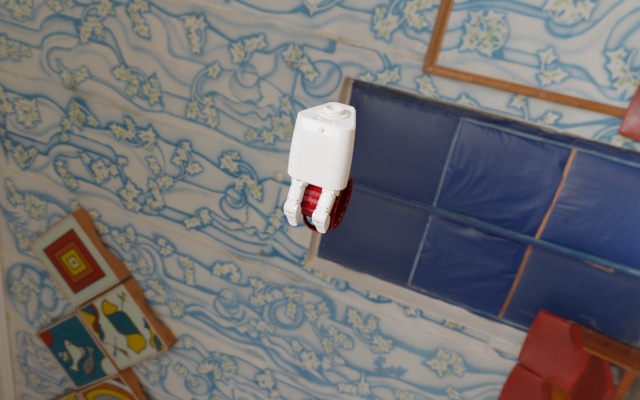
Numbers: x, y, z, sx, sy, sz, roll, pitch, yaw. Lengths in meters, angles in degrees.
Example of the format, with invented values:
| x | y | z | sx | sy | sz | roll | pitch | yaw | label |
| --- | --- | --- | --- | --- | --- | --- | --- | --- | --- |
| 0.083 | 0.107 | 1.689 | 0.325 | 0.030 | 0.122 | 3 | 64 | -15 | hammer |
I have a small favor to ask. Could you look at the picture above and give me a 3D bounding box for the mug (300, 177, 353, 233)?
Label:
| x | y | z | sx | sy | sz | roll | pitch | yaw | label |
| --- | --- | --- | --- | --- | --- | --- | --- | --- | --- |
| 0.000 | 0.004 | 0.830 | 0.081 | 0.117 | 0.093 | 19 | 30 | 13 | mug |
